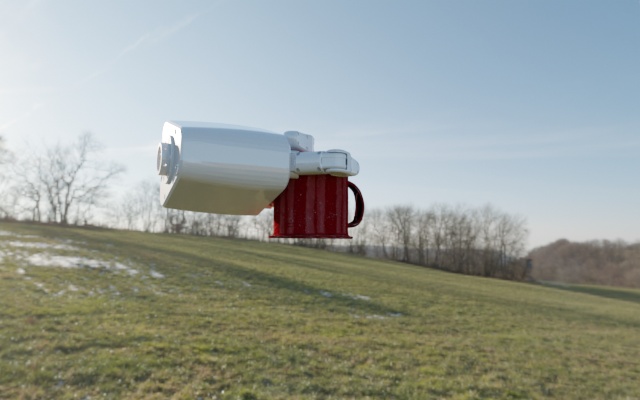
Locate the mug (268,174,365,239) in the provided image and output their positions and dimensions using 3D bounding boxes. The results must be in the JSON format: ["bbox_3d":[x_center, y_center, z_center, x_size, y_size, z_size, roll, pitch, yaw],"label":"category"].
[{"bbox_3d":[0.001,0.002,0.531,0.117,0.081,0.093,3,-5,-29],"label":"mug"}]
